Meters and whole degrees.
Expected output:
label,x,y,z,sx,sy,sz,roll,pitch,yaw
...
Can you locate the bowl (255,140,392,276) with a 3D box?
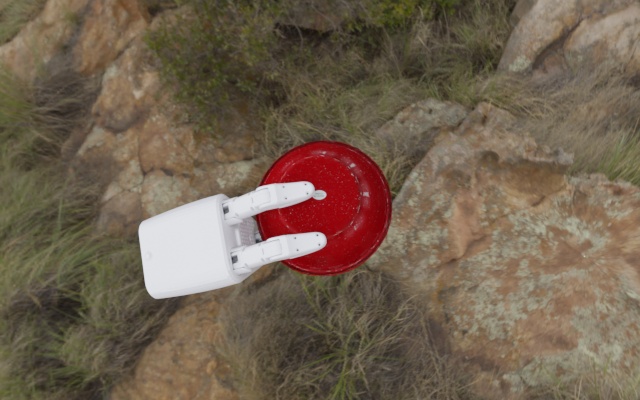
label,x,y,z,sx,sy,sz,roll,pitch,yaw
bowl,0.001,0.001,0.532,0.162,0.162,0.055,0,-12,6
